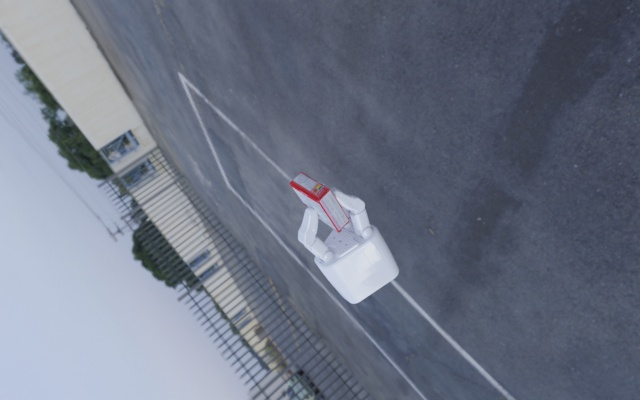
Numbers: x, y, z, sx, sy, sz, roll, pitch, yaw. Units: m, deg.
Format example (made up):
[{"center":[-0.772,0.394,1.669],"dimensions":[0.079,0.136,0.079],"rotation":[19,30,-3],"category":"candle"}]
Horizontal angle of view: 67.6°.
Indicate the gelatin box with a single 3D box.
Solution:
[{"center":[0.000,0.003,0.750],"dimensions":[0.073,0.030,0.089],"rotation":[33,-16,43],"category":"gelatin box"}]
